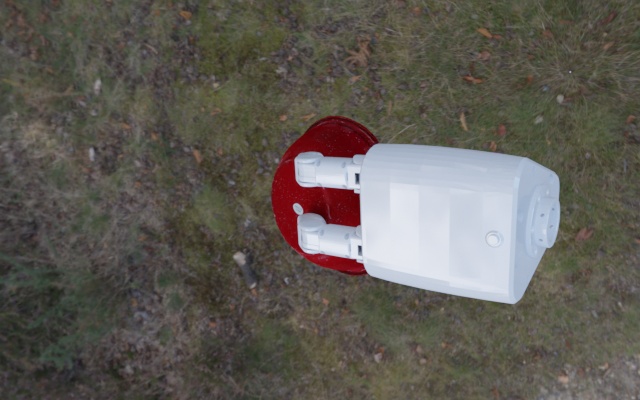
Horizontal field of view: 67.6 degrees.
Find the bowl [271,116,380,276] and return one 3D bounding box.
[{"bbox_3d":[-0.001,0.002,0.463,0.055,0.162,0.162,-14,8,-37],"label":"bowl"}]
